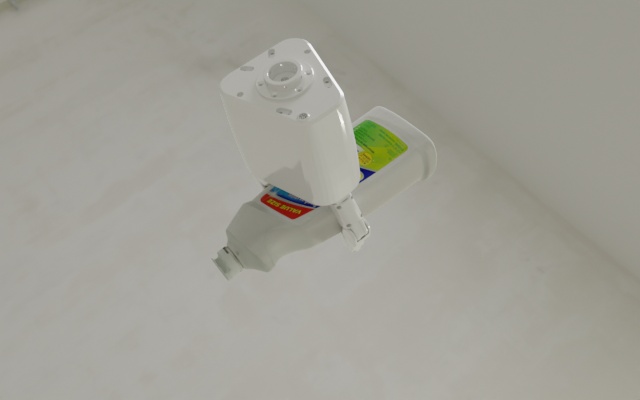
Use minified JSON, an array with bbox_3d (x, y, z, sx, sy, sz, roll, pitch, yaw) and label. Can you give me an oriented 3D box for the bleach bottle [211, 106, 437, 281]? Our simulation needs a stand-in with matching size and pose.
[{"bbox_3d":[0.000,0.002,0.509,0.251,0.102,0.068,-37,-32,-16],"label":"bleach bottle"}]
